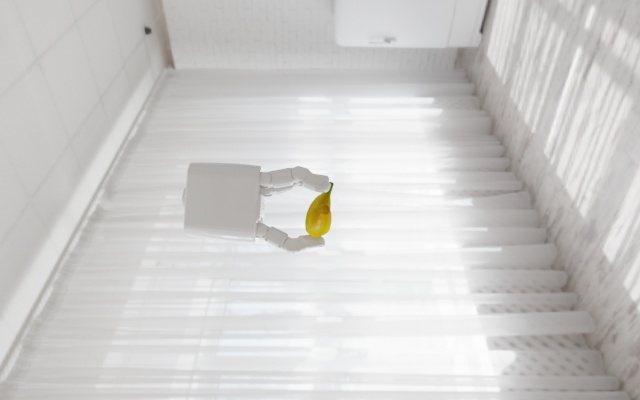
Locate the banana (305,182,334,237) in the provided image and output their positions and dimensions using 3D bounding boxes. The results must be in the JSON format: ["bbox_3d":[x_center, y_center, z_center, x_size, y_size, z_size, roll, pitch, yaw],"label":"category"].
[{"bbox_3d":[-0.003,0.020,0.702,0.037,0.070,0.197,9,12,-1],"label":"banana"}]
